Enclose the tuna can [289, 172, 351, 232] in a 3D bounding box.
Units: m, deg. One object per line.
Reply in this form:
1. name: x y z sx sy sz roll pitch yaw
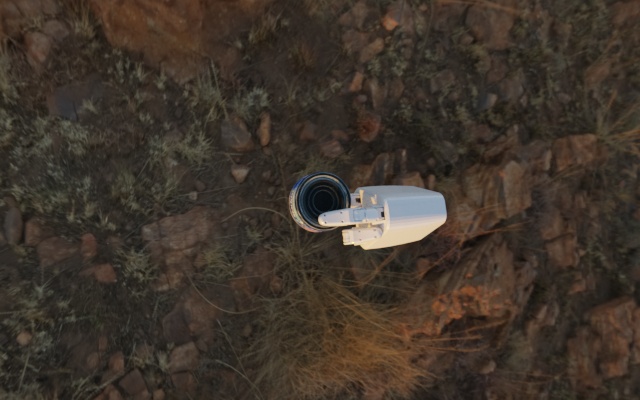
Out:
1. tuna can: 0.000 0.002 0.682 0.086 0.086 0.034 0 -4 -18
